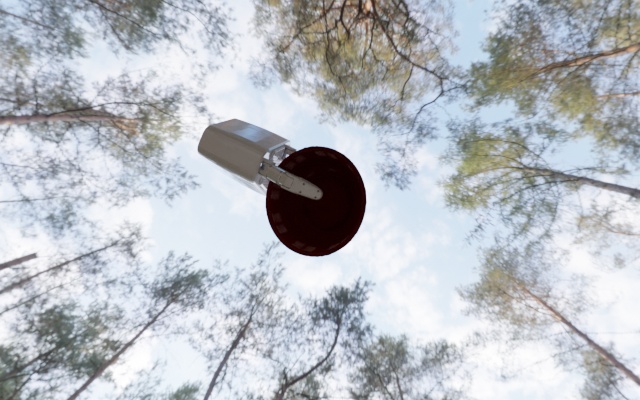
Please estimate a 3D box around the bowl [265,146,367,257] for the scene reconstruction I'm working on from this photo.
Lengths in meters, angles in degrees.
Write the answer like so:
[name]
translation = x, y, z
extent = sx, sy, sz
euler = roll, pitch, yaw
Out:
[bowl]
translation = 0.001, 0.003, 0.715
extent = 0.162, 0.162, 0.055
euler = 0, -3, 24
